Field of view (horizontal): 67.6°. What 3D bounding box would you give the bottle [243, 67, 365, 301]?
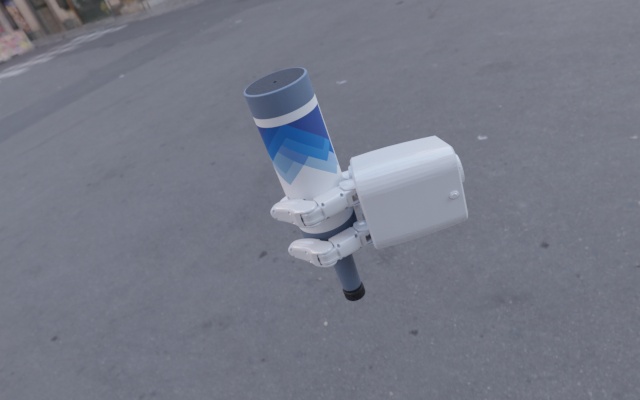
[{"bbox_3d":[0.000,0.002,0.542,0.069,0.296,0.069,-15,31,9],"label":"bottle"}]
